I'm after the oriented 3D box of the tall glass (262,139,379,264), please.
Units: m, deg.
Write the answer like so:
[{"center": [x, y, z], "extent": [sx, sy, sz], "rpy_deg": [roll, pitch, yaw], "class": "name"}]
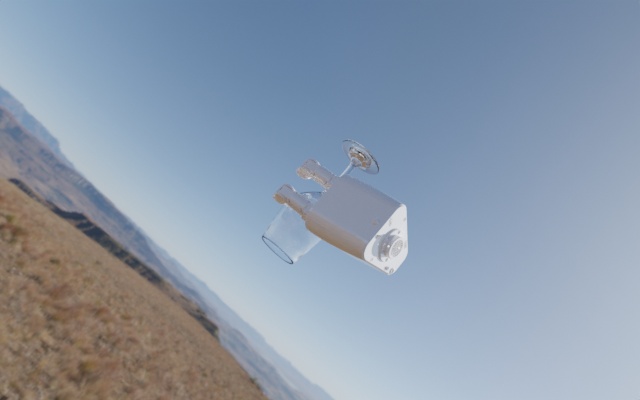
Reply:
[{"center": [0.000, 0.002, 0.725], "extent": [0.079, 0.201, 0.079], "rpy_deg": [38, -17, 14], "class": "tall glass"}]
